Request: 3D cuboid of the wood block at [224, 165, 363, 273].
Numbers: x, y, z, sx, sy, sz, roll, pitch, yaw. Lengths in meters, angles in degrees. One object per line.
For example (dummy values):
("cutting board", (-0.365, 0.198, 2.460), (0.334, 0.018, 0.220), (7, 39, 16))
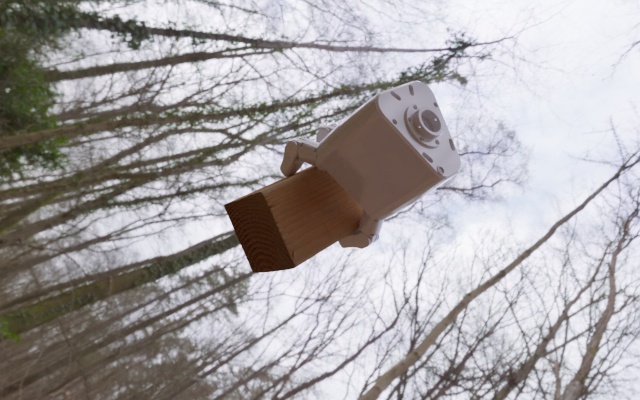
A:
("wood block", (0.001, 0.002, 0.591), (0.206, 0.091, 0.090), (-27, 7, -39))
